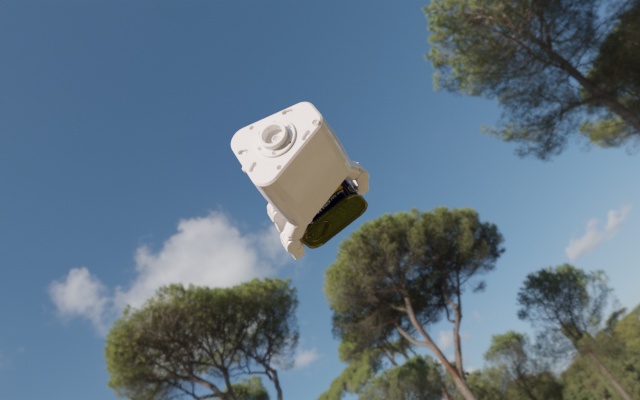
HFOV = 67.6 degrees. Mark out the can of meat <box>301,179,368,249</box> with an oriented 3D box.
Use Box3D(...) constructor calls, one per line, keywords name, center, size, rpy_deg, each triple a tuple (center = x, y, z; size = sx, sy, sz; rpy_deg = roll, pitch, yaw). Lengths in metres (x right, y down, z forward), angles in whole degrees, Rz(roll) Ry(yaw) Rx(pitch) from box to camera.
Box3D(name="can of meat", center=(0.000, 0.002, 0.669), size=(0.102, 0.084, 0.057), rpy_deg=(-38, -32, 5))
